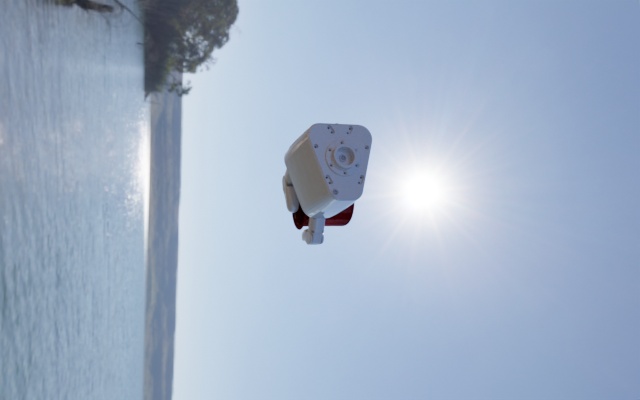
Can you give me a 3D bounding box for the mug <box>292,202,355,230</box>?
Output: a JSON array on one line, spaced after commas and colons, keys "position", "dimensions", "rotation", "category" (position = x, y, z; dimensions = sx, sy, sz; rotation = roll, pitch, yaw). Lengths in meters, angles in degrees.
[{"position": [0.000, 0.003, 0.777], "dimensions": [0.081, 0.093, 0.117], "rotation": [1, -10, -18], "category": "mug"}]
